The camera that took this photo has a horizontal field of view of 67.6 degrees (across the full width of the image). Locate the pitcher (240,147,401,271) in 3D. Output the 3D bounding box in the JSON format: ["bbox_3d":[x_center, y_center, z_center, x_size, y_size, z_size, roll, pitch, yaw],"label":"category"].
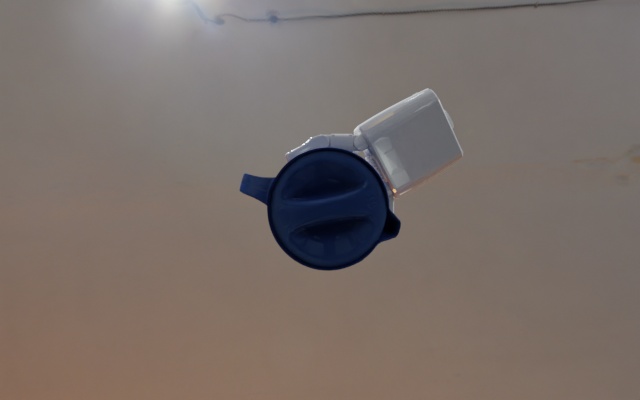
[{"bbox_3d":[0.000,0.002,0.627,0.145,0.149,0.243,-30,1,1],"label":"pitcher"}]
